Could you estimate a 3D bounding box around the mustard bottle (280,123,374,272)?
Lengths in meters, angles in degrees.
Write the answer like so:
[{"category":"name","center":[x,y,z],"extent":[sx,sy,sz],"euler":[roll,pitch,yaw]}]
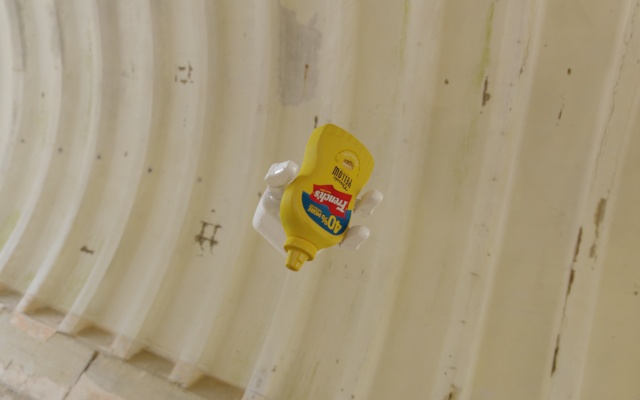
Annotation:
[{"category":"mustard bottle","center":[0.000,0.002,0.608],"extent":[0.096,0.191,0.058],"euler":[39,-29,-28]}]
